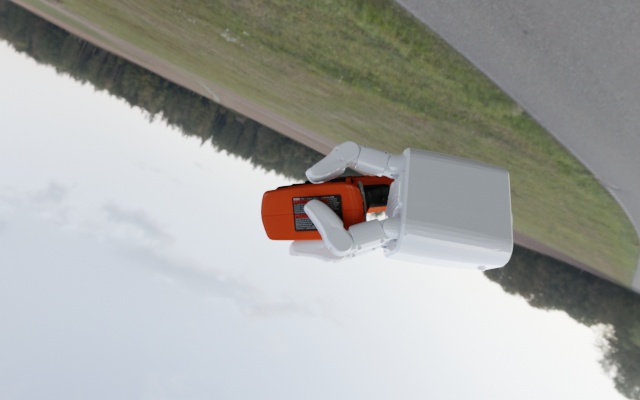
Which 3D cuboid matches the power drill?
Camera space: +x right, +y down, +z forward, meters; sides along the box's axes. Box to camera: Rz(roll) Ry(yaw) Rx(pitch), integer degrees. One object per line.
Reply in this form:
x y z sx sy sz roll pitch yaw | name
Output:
0.000 0.002 0.558 0.184 0.057 0.187 -6 7 17 | power drill
